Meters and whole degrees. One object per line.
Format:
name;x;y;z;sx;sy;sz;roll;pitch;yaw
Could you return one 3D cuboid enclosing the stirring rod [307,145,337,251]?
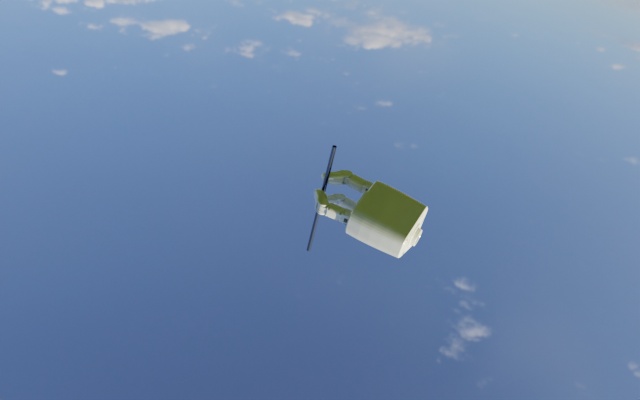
stirring rod;0.000;0.003;0.896;0.011;0.240;0.011;10;34;-7
